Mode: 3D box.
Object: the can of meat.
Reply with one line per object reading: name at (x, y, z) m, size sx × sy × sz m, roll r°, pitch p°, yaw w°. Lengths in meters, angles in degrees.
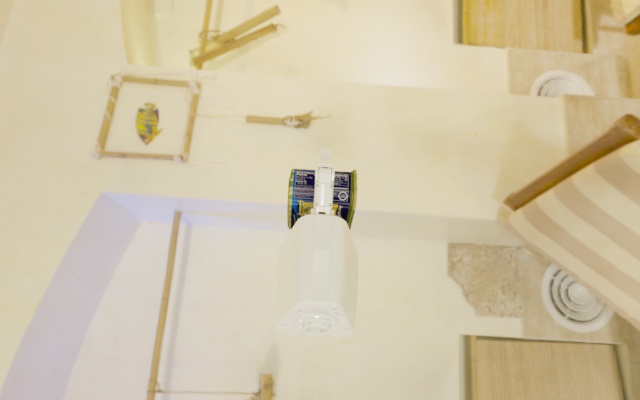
can of meat at (0.000, 0.002, 0.621) m, size 0.084 × 0.057 × 0.102 m, roll 3°, pitch -30°, yaw -2°
